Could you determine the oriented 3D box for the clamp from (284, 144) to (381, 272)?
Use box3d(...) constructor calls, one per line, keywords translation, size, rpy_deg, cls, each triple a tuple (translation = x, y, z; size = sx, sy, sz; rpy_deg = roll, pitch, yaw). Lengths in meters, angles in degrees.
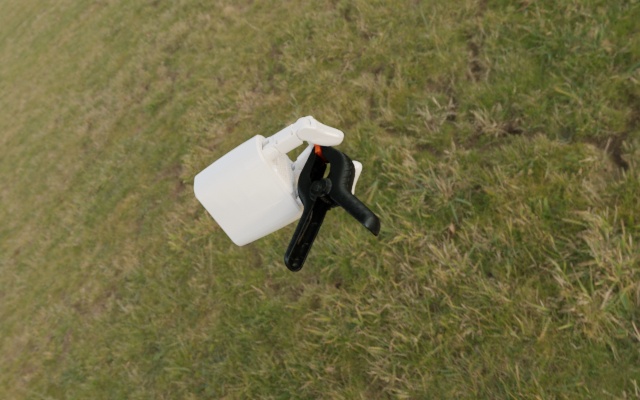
box3d(translation=(0.000, 0.001, 0.560), size=(0.120, 0.171, 0.039), rpy_deg=(-29, -49, 15), cls="clamp")
